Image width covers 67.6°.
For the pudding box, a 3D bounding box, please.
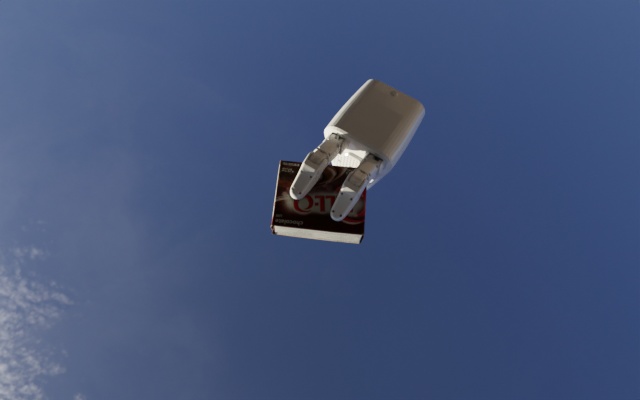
[{"bbox_3d":[0.000,0.002,0.590,0.113,0.090,0.039,5,-27,1],"label":"pudding box"}]
